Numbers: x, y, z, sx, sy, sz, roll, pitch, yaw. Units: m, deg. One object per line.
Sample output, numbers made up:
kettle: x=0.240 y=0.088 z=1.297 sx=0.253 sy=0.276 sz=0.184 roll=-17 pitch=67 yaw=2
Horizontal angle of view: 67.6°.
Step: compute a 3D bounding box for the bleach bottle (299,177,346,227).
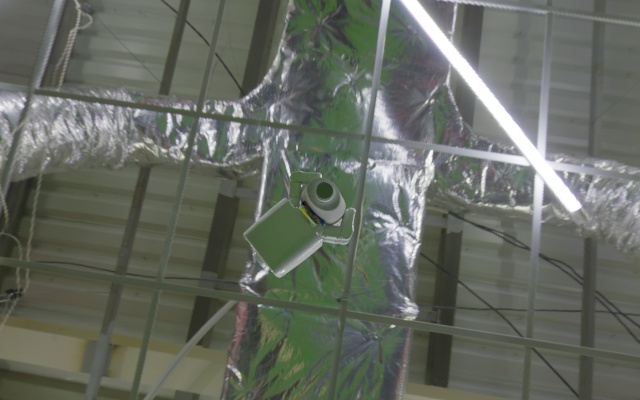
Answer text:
bleach bottle: x=0.000 y=0.003 z=0.889 sx=0.068 sy=0.102 sz=0.251 roll=-40 pitch=-9 yaw=-8
